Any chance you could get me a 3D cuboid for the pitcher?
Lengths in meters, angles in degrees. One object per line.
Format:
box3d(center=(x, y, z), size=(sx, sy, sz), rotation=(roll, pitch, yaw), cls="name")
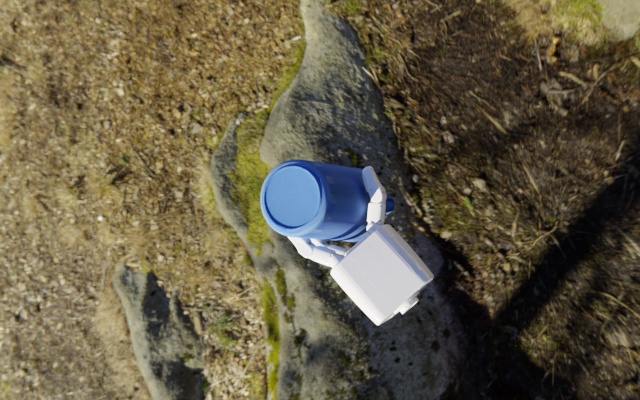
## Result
box3d(center=(0.000, 0.003, 0.760), size=(0.149, 0.145, 0.243), rotation=(-45, -19, 16), cls="pitcher")
